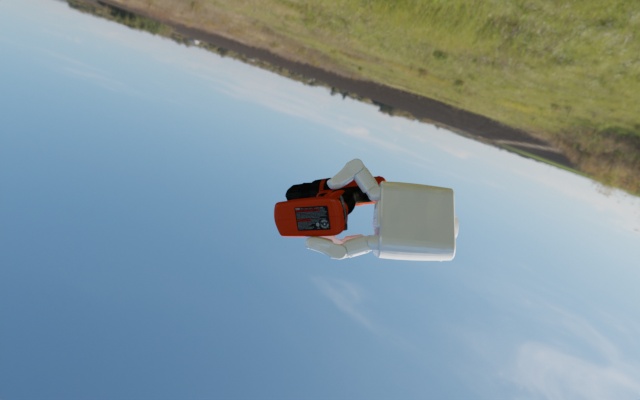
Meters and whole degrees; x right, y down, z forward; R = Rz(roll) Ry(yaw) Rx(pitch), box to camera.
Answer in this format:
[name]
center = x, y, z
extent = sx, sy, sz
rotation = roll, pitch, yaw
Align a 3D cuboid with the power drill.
[power drill]
center = 0.000, 0.003, 0.754
extent = 0.184, 0.057, 0.187
rotation = -6, 14, 23
